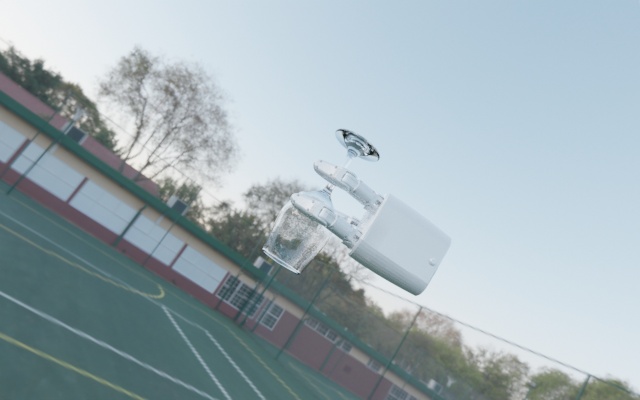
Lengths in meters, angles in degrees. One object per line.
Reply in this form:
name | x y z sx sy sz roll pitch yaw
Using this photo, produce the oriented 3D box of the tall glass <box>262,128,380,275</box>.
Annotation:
tall glass | 0.000 0.002 0.660 0.079 0.201 0.079 32 -13 8
